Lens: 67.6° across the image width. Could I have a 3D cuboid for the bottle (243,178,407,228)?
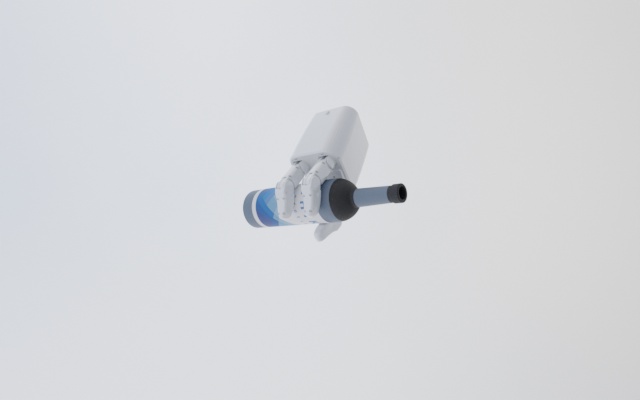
[{"bbox_3d":[0.000,0.003,0.745,0.296,0.069,0.069,-6,-4,40],"label":"bottle"}]
